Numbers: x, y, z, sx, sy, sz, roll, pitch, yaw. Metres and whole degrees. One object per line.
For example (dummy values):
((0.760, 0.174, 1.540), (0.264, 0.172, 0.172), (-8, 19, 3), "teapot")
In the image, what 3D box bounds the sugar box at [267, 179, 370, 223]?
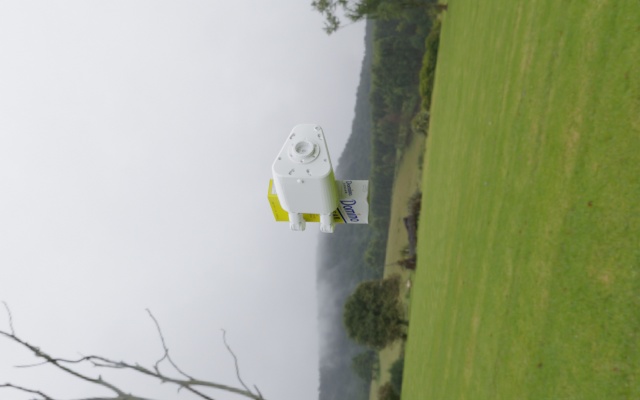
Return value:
((0.000, 0.003, 0.860), (0.176, 0.048, 0.093), (3, -30, 8), "sugar box")
